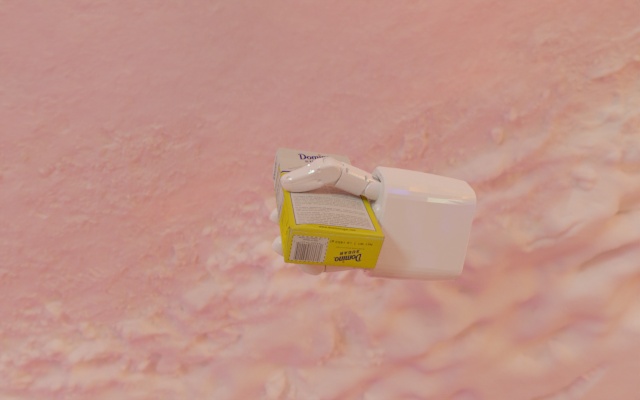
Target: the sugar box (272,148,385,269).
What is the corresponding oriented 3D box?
[{"bbox_3d":[0.000,0.002,0.518,0.093,0.048,0.176,6,27,-13],"label":"sugar box"}]
